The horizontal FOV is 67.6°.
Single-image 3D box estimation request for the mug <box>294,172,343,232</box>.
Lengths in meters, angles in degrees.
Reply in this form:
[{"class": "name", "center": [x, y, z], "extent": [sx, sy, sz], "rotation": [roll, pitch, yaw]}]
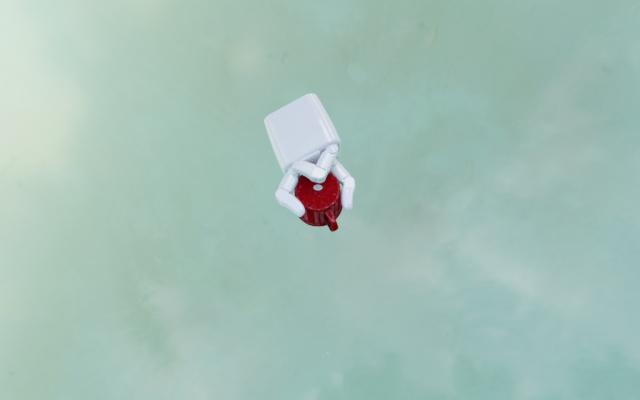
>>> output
[{"class": "mug", "center": [0.001, 0.004, 0.861], "extent": [0.093, 0.117, 0.081], "rotation": [-23, -17, -6]}]
